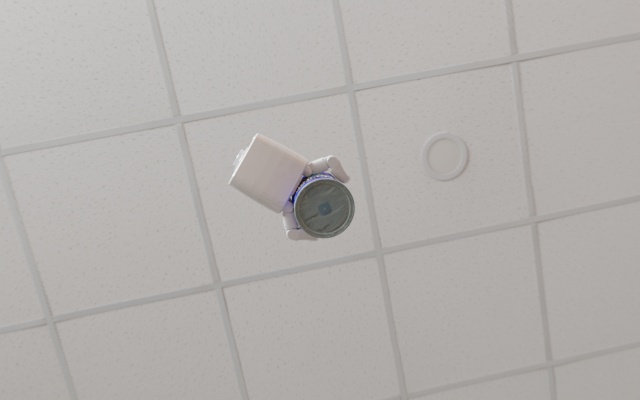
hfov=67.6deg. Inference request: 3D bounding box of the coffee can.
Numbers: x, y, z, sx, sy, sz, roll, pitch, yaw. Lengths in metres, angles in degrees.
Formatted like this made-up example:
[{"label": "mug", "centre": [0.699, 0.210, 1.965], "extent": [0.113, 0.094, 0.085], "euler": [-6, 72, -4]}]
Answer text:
[{"label": "coffee can", "centre": [0.000, 0.003, 0.868], "extent": [0.103, 0.103, 0.140], "euler": [0, 9, -6]}]
